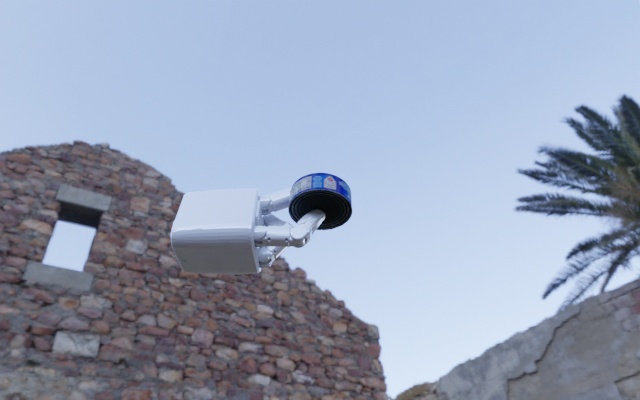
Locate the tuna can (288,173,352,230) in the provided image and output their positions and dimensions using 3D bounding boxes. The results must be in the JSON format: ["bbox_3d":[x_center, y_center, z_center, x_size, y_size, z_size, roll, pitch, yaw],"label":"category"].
[{"bbox_3d":[0.000,0.002,0.649,0.086,0.033,0.086,1,-40,1],"label":"tuna can"}]
